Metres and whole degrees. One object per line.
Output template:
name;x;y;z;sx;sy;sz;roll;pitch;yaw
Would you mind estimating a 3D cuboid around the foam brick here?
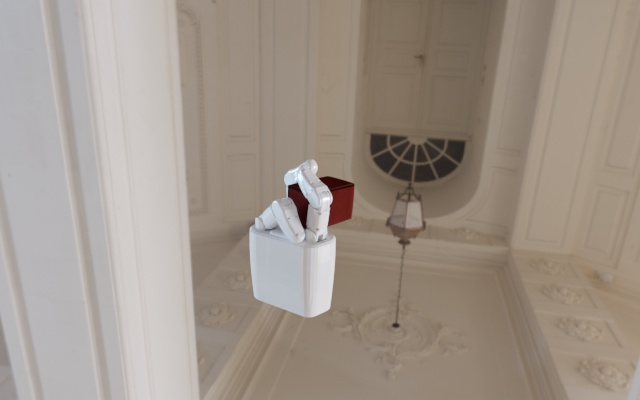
foam brick;0.000;0.002;0.645;0.078;0.051;0.053;-15;25;-39
